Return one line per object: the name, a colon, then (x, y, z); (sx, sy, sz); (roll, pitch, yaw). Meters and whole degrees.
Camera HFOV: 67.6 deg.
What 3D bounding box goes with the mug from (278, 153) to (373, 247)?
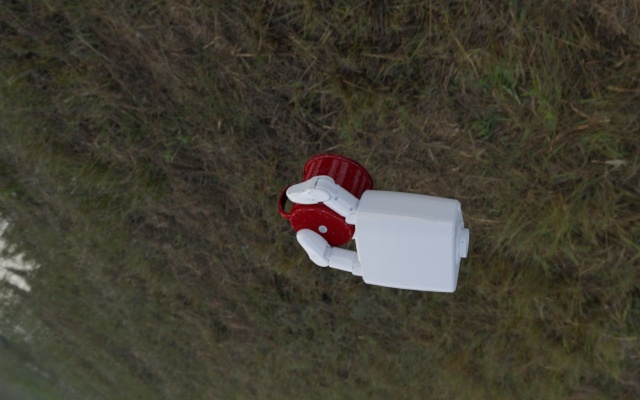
mug: (-0.001, 0.002, 0.595); (0.117, 0.081, 0.093); (4, -37, 22)
